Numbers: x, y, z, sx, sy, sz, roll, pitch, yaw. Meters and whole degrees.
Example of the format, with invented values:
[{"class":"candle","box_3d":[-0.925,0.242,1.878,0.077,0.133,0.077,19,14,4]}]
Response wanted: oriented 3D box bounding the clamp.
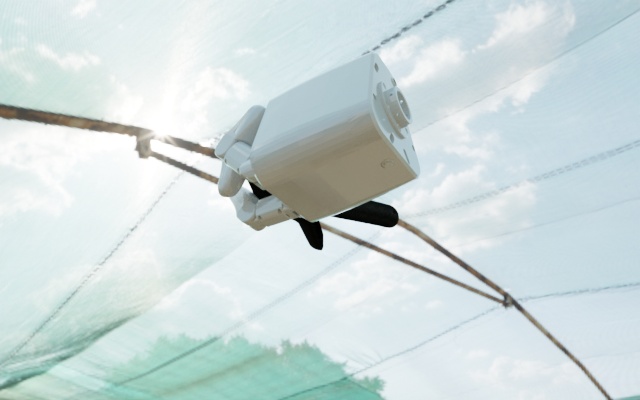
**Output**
[{"class":"clamp","box_3d":[0.000,0.001,0.495,0.120,0.039,0.171,-21,-37,25]}]
